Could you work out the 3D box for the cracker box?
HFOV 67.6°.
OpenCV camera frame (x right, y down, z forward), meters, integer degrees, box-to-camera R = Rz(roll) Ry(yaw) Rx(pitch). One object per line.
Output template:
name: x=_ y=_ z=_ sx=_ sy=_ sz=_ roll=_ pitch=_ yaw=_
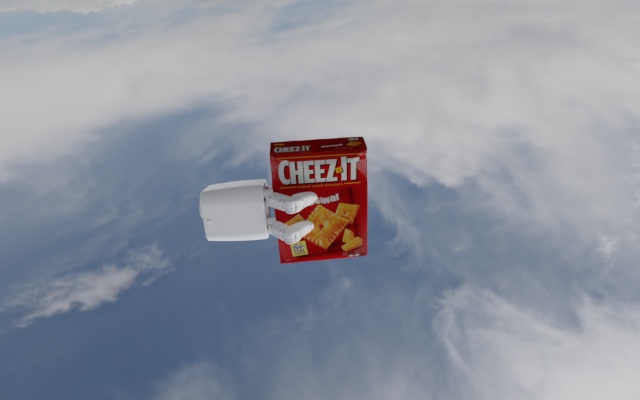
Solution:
cracker box: x=0.000 y=0.003 z=0.846 sx=0.164 sy=0.214 sz=0.072 roll=-4 pitch=27 yaw=-3
